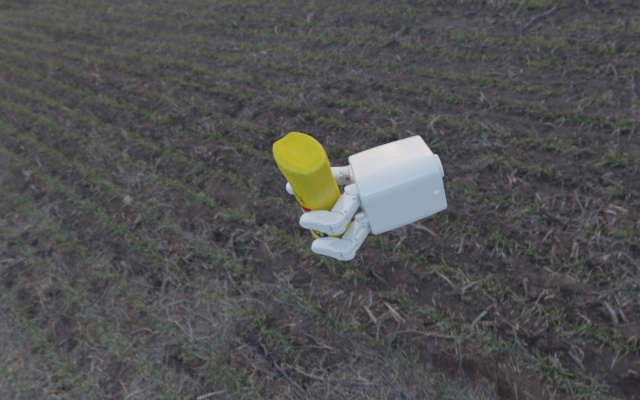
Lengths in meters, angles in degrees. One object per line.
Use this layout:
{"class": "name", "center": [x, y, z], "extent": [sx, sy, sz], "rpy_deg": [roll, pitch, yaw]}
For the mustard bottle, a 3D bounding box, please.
{"class": "mustard bottle", "center": [0.000, 0.002, 0.656], "extent": [0.058, 0.192, 0.096], "rpy_deg": [-35, 44, -12]}
